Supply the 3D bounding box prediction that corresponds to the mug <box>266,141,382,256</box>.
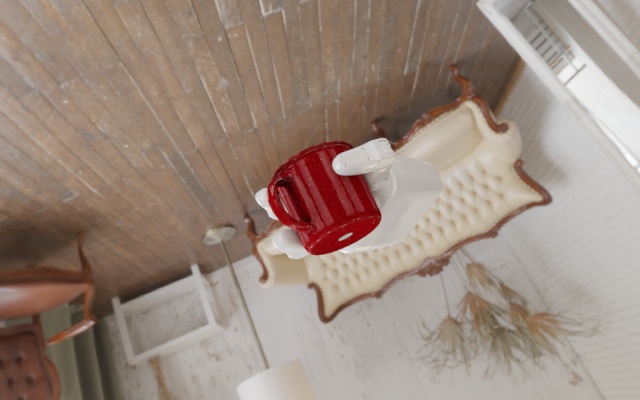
[{"bbox_3d":[-0.001,0.002,0.461,0.117,0.081,0.093,-2,-31,-47],"label":"mug"}]
